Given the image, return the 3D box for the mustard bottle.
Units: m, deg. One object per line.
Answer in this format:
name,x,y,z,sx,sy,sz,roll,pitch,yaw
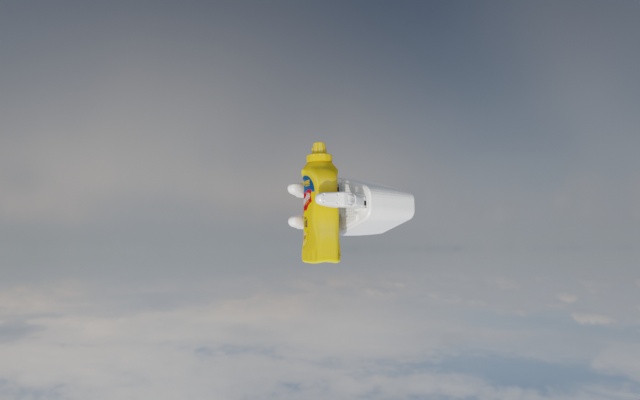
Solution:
mustard bottle,0.000,0.003,0.759,0.058,0.191,0.096,1,-6,-11
